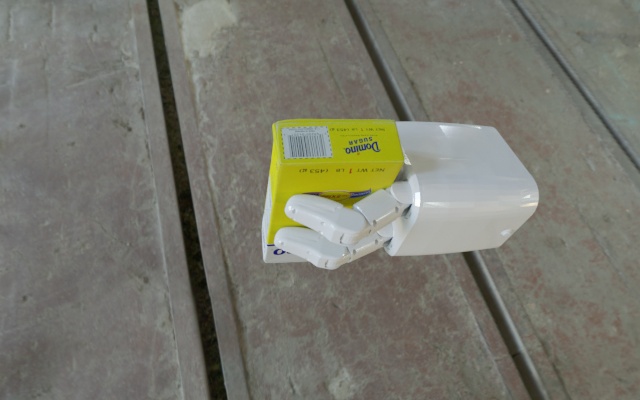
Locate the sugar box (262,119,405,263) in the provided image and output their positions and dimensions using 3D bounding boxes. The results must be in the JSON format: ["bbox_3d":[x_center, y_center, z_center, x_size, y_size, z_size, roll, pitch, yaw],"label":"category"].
[{"bbox_3d":[0.000,0.002,0.412,0.093,0.048,0.176,-1,-32,-10],"label":"sugar box"}]
